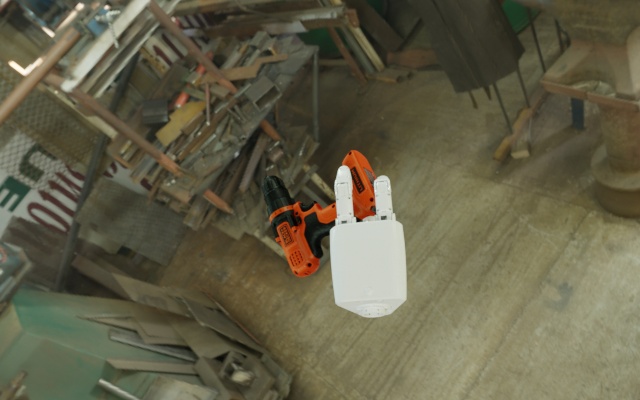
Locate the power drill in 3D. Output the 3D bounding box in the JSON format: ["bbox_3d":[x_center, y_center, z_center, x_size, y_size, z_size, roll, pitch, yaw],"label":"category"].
[{"bbox_3d":[0.001,0.002,0.756,0.188,0.184,0.057,-34,-24,21],"label":"power drill"}]
